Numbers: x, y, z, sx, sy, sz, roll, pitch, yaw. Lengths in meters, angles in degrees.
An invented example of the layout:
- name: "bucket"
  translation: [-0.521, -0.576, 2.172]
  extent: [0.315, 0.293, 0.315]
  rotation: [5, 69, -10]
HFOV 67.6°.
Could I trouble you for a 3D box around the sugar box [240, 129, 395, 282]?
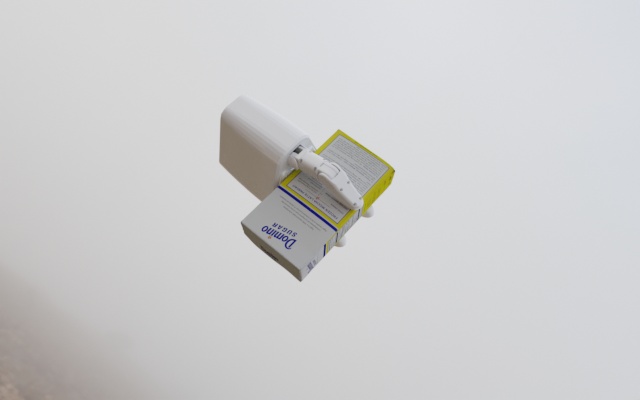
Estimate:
- name: "sugar box"
  translation: [0.000, 0.002, 0.571]
  extent: [0.093, 0.176, 0.048]
  rotation: [37, -21, 19]
